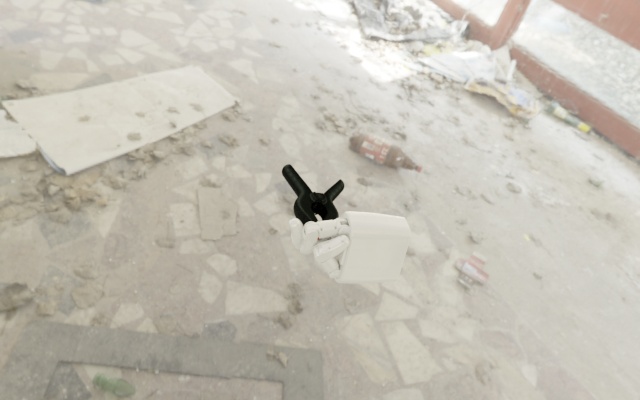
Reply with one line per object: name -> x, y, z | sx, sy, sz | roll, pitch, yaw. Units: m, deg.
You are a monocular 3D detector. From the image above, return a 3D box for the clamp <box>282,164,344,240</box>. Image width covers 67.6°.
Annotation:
clamp -> 0.000, 0.002, 0.829 | 0.120, 0.039, 0.171 | 5, 42, -19
